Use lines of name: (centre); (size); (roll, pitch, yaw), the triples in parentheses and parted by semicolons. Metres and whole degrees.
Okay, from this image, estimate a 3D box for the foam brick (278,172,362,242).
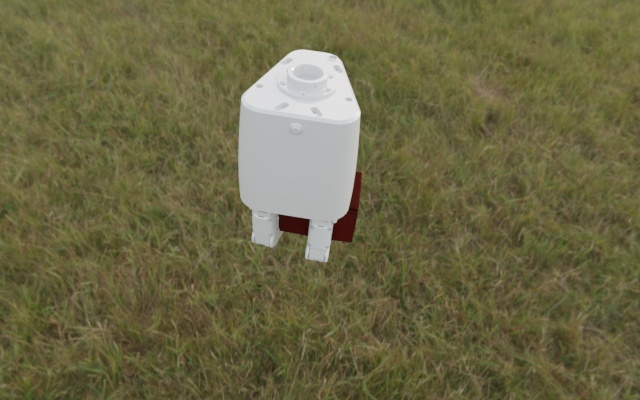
foam brick: (0.000, 0.002, 0.477); (0.078, 0.053, 0.051); (9, -44, 2)
